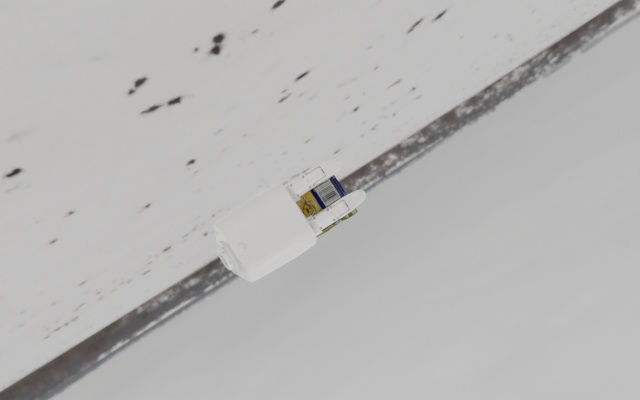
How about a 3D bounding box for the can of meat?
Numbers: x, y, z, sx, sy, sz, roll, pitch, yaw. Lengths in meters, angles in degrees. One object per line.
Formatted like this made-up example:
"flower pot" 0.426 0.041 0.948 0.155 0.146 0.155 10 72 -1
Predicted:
"can of meat" 0.000 0.003 0.709 0.057 0.084 0.102 -32 -2 -25
